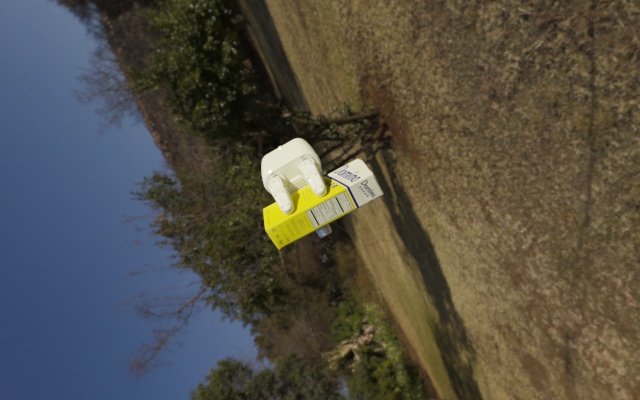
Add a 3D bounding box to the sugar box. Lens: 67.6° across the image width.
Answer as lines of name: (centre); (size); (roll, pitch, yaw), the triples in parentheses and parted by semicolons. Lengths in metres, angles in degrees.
sugar box: (0.000, 0.002, 0.727); (0.176, 0.048, 0.093); (-31, 22, 2)
